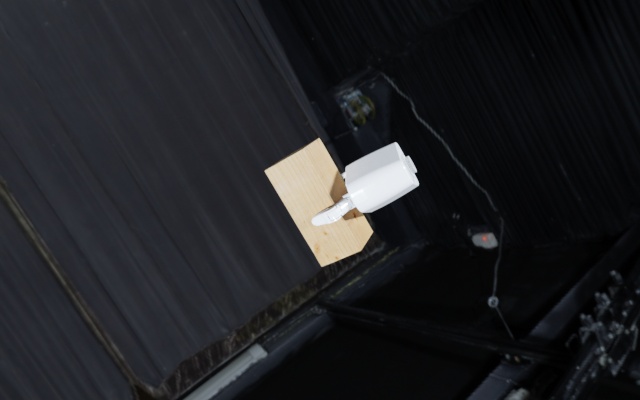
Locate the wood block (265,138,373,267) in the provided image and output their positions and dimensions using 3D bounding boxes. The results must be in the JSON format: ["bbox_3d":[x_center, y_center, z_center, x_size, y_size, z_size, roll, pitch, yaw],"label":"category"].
[{"bbox_3d":[0.000,0.003,0.880,0.090,0.206,0.090,-26,9,28],"label":"wood block"}]
